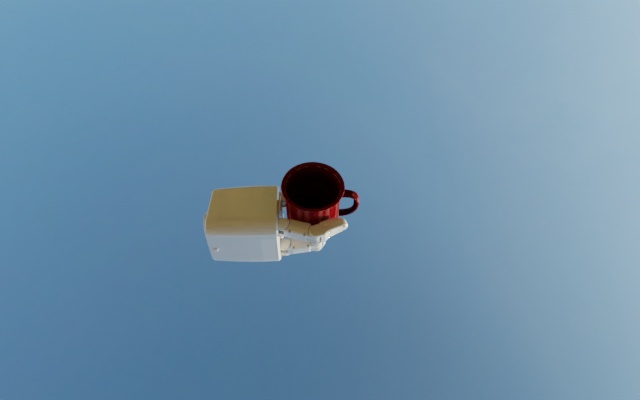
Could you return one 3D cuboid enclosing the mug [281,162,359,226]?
[{"bbox_3d":[0.002,0.002,0.727,0.117,0.093,0.082,0,-36,-2],"label":"mug"}]
